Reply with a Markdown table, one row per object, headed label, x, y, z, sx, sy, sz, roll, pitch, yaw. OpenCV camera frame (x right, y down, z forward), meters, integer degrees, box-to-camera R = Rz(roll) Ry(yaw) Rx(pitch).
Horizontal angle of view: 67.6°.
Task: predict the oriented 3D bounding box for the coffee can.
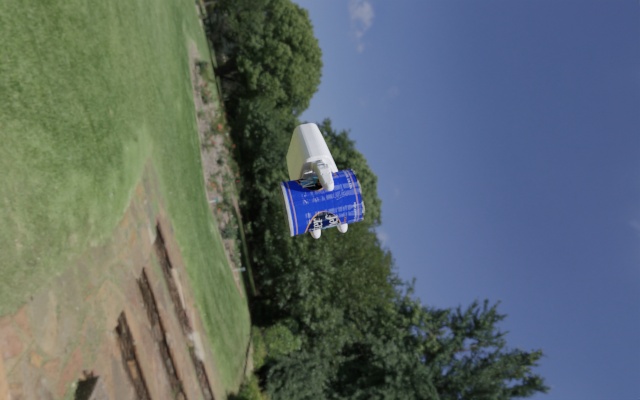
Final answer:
| label | x | y | z | sx | sy | sz | roll | pitch | yaw |
| --- | --- | --- | --- | --- | --- | --- | --- | --- | --- |
| coffee can | 0.000 | 0.003 | 0.895 | 0.140 | 0.103 | 0.103 | -12 | 2 | -8 |
